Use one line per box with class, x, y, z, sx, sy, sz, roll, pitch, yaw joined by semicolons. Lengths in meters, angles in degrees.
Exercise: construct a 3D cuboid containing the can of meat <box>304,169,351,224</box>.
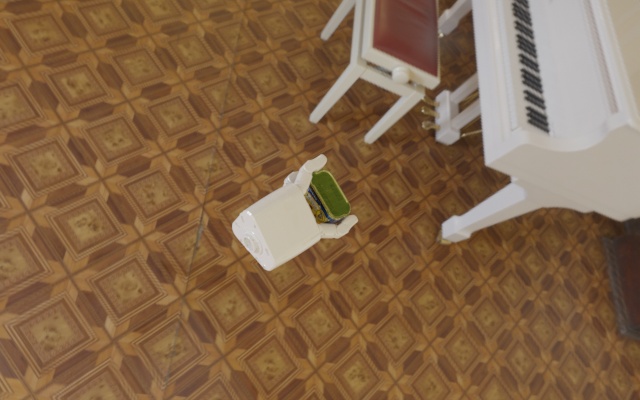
can of meat;0.000;0.003;0.885;0.057;0.102;0.084;-27;-7;-35
